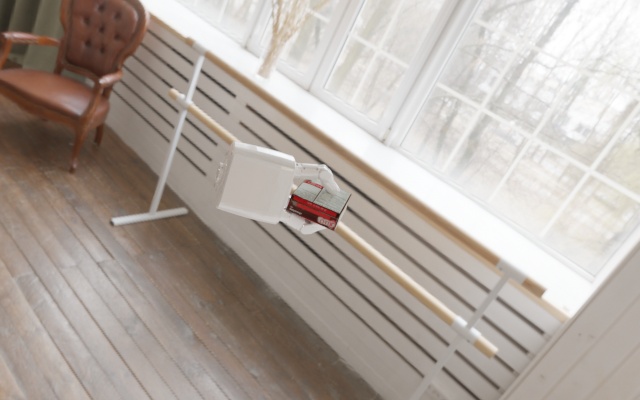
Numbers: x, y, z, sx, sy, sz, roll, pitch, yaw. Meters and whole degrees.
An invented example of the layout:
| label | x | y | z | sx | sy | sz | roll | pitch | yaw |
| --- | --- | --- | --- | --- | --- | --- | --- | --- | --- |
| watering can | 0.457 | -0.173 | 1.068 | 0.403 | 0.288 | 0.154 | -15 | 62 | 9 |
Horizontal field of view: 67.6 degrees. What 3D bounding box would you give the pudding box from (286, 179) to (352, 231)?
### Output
| label | x | y | z | sx | sy | sz | roll | pitch | yaw |
| --- | --- | --- | --- | --- | --- | --- | --- | --- | --- |
| pudding box | 0.000 | 0.003 | 0.833 | 0.090 | 0.039 | 0.113 | 24 | 25 | 5 |
